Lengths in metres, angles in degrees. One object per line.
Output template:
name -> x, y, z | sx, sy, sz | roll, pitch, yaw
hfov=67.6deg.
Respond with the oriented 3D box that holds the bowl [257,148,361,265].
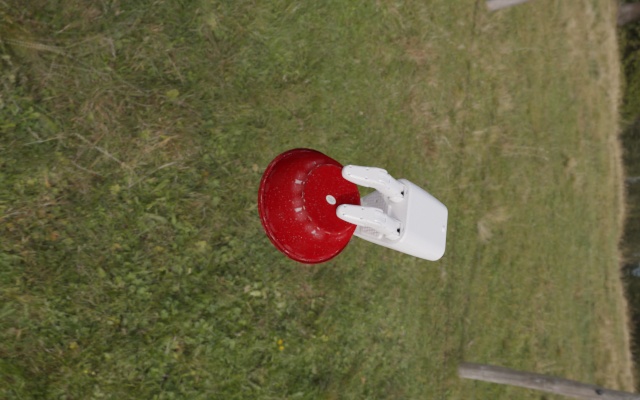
bowl -> -0.001, 0.002, 0.632 | 0.162, 0.162, 0.055 | 0, -10, -35
